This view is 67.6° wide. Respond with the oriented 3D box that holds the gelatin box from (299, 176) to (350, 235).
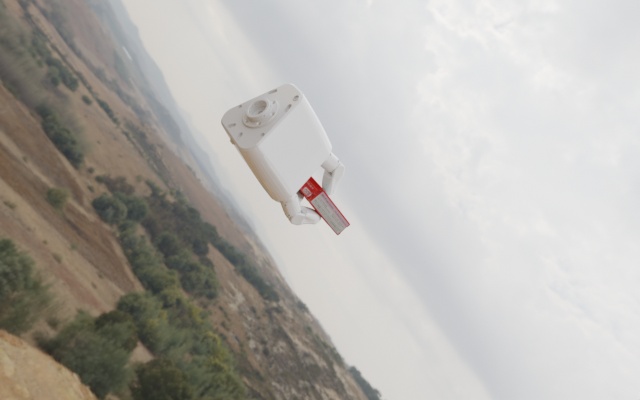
[{"bbox_3d":[0.001,0.002,0.732,0.089,0.030,0.073,50,0,-37],"label":"gelatin box"}]
